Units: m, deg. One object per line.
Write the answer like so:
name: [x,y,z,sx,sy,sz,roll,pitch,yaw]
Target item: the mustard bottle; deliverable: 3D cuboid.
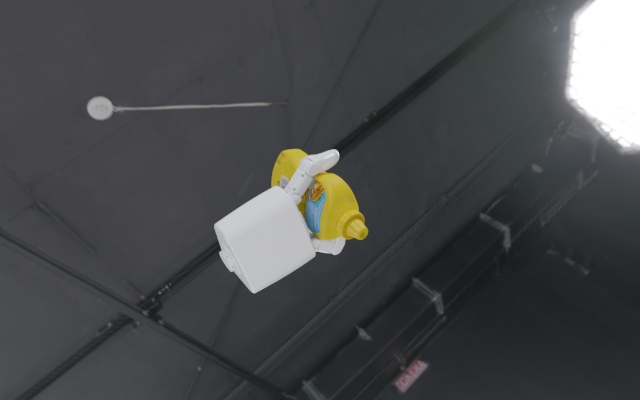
mustard bottle: [0.000,0.002,0.695,0.058,0.096,0.191,-10,33,-36]
